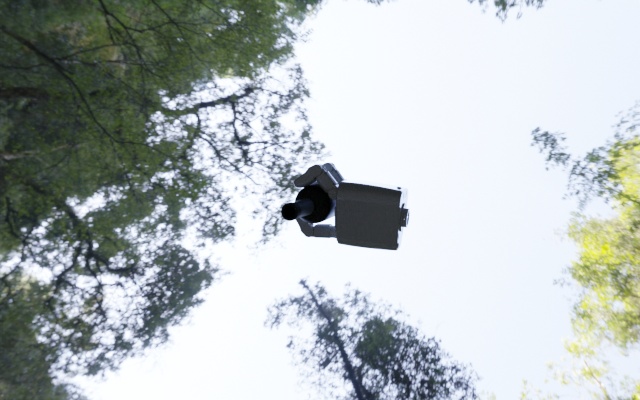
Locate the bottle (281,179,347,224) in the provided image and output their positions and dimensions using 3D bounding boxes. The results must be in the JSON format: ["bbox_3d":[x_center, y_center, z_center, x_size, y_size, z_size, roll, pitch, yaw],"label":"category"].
[{"bbox_3d":[0.000,0.003,0.845,0.069,0.069,0.295,0,6,18],"label":"bottle"}]
